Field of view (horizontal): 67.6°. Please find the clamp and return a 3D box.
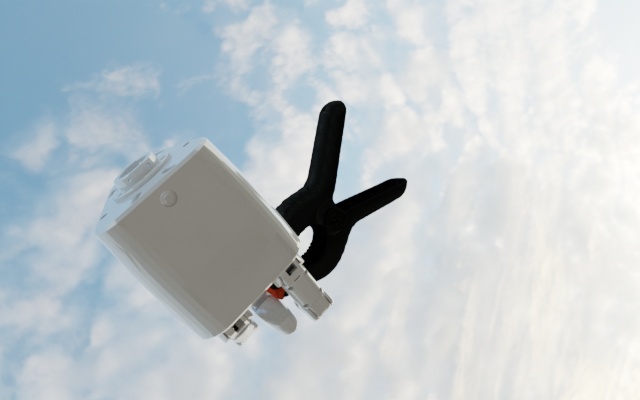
[{"bbox_3d":[0.000,0.002,0.414,0.171,0.120,0.039,-49,25,-22],"label":"clamp"}]
